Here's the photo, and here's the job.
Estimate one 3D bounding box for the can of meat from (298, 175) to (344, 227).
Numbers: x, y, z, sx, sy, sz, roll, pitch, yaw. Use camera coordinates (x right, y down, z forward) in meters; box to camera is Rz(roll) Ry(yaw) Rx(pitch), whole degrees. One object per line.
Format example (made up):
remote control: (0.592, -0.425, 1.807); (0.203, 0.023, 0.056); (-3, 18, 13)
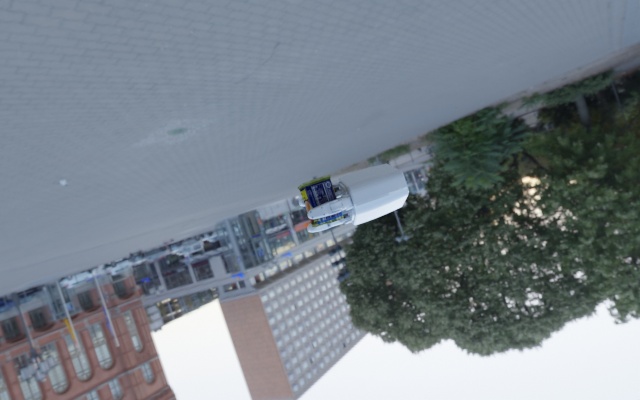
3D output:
can of meat: (0.000, 0.003, 0.896); (0.057, 0.084, 0.102); (-19, 0, -10)
